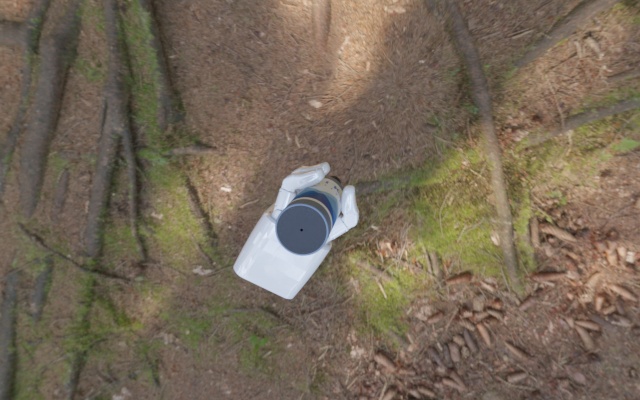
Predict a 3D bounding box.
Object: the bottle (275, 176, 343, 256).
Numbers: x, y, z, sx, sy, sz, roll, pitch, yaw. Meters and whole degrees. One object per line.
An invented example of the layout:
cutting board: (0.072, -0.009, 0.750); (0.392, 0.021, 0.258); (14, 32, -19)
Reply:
bottle: (0.000, 0.002, 0.717); (0.069, 0.069, 0.295); (0, 13, 9)
